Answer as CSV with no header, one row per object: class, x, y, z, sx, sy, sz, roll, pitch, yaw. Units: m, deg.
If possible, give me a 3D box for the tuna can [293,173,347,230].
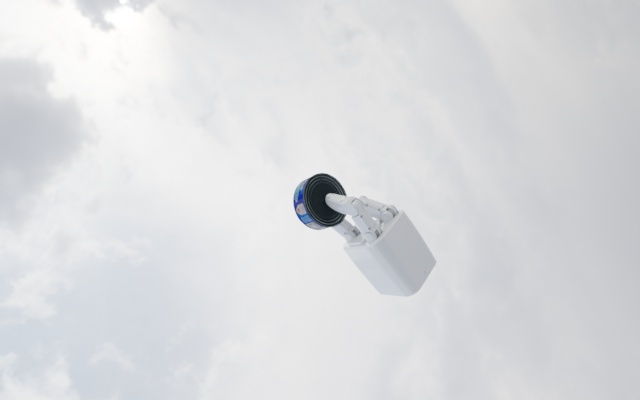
tuna can,0.000,0.003,0.744,0.086,0.086,0.034,0,-13,-38
